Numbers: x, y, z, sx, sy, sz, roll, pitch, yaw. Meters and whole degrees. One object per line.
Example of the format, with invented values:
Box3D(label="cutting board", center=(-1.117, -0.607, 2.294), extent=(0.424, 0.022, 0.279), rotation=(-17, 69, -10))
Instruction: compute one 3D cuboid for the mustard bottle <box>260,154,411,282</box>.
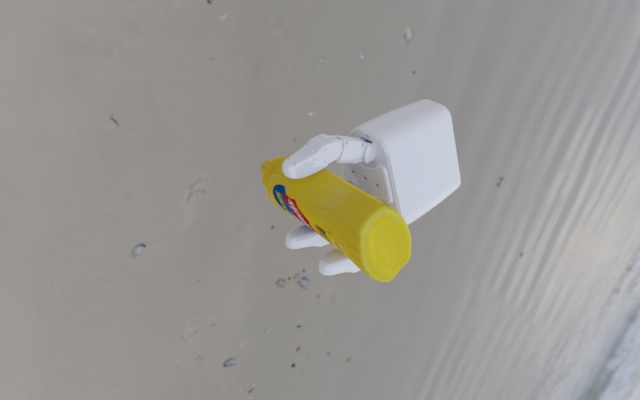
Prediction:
Box3D(label="mustard bottle", center=(0.000, 0.002, 0.479), extent=(0.191, 0.058, 0.096), rotation=(34, -14, 40))
